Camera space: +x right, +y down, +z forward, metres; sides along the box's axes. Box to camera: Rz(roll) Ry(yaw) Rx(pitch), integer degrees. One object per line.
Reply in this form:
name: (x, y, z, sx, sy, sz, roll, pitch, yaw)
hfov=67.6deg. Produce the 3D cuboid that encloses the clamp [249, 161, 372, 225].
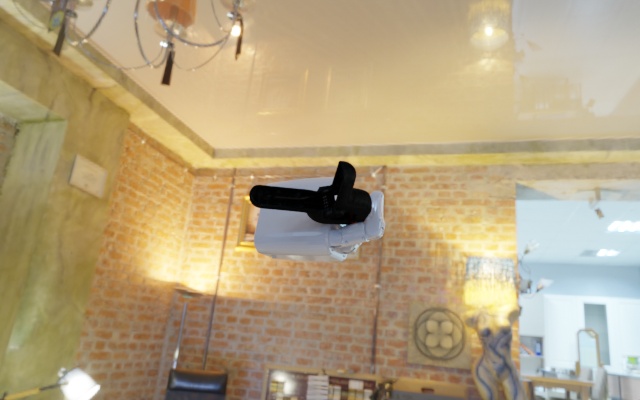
clamp: (0.000, 0.001, 0.549, 0.120, 0.039, 0.171, -6, -19, 18)
